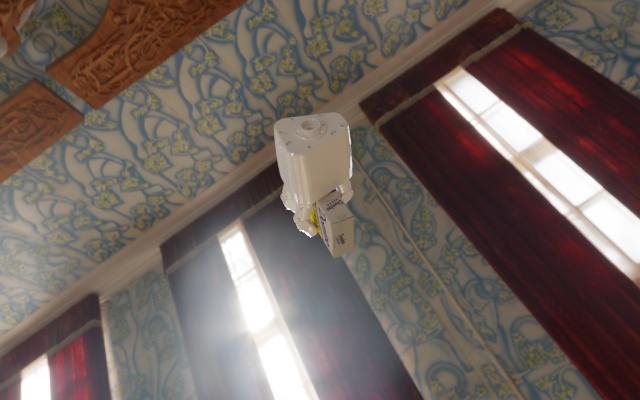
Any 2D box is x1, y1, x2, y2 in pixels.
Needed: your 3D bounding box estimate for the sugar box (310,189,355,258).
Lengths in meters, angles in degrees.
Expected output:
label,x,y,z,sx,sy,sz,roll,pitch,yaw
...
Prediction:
label,x,y,z,sx,sy,sz,roll,pitch,yaw
sugar box,0.000,0.003,0.812,0.048,0.176,0.093,-19,-41,-12
